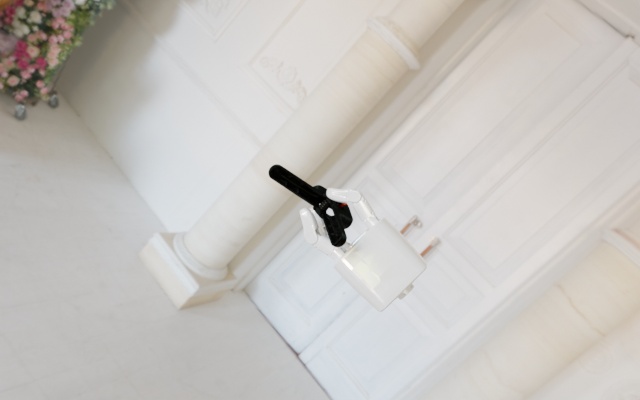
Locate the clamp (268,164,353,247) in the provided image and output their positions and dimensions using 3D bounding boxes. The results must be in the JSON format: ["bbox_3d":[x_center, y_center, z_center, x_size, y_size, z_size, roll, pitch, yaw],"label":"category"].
[{"bbox_3d":[0.001,0.002,0.800,0.036,0.164,0.210,-45,-8,12],"label":"clamp"}]
